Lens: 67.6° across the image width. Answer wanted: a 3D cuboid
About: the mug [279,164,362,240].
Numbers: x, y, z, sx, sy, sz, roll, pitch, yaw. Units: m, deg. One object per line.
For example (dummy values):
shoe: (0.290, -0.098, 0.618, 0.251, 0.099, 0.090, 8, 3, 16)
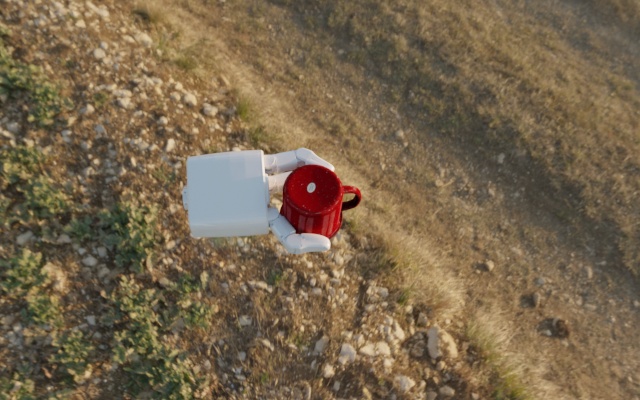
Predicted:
mug: (0.002, 0.002, 0.664, 0.117, 0.093, 0.081, -6, -28, -7)
